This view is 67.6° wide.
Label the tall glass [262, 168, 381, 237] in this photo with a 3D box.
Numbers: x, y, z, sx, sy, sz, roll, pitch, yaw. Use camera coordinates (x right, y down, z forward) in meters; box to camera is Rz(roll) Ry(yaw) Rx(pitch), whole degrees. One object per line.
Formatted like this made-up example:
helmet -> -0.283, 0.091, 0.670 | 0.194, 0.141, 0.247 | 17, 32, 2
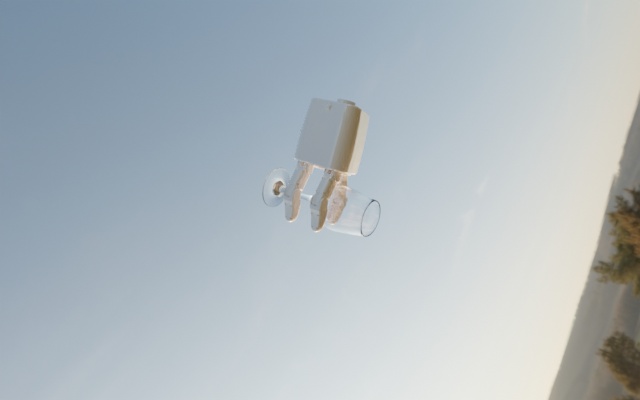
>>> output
tall glass -> 0.000, 0.003, 0.812 | 0.201, 0.079, 0.079 | 19, 10, 31
